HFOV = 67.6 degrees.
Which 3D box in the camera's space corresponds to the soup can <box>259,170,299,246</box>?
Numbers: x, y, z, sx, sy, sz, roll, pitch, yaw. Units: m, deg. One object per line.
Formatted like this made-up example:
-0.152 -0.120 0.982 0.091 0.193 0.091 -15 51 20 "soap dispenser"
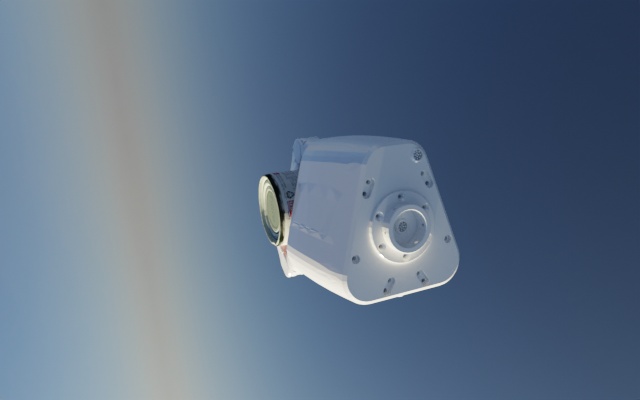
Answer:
0.000 0.001 0.449 0.102 0.068 0.068 -10 3 -21 "soup can"
